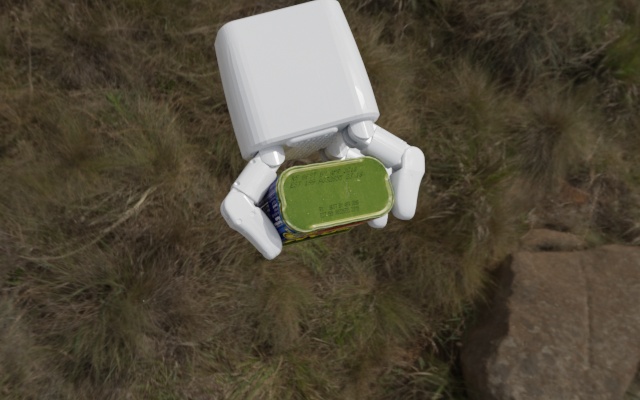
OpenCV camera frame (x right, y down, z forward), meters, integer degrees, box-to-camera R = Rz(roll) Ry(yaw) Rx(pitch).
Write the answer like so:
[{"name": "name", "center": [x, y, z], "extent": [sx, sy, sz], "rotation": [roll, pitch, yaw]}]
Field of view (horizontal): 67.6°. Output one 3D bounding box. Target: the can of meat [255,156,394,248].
[{"name": "can of meat", "center": [0.000, 0.001, 0.406], "extent": [0.102, 0.057, 0.084], "rotation": [-11, -7, -22]}]
